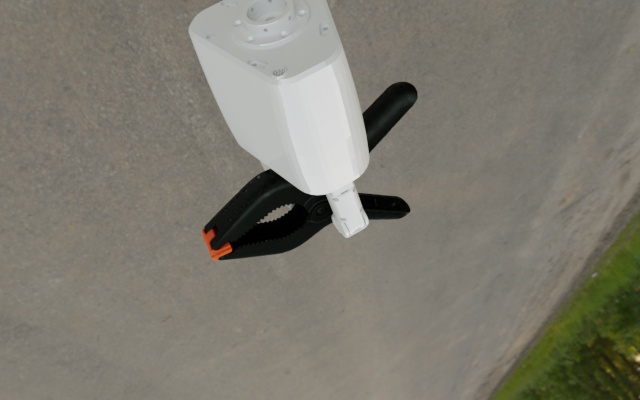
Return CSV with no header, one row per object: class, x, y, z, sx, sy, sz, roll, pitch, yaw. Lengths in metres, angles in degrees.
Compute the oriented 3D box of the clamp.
clamp,0.000,0.002,0.430,0.210,0.036,0.165,-29,-39,-7
